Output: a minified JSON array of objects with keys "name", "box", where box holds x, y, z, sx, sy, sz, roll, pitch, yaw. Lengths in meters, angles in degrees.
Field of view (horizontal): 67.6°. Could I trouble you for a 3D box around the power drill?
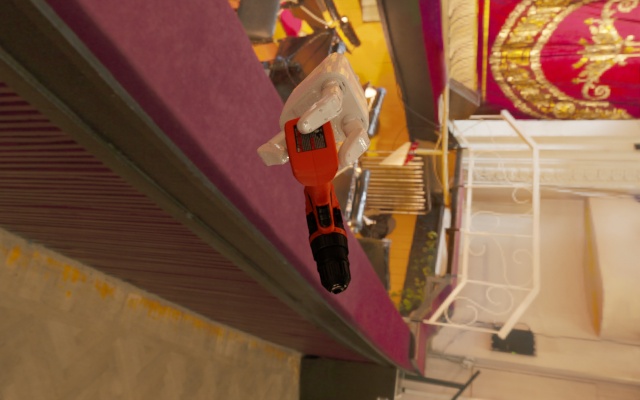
[{"name":"power drill","box":[0.000,0.001,0.604,0.057,0.184,0.188,-11,-40,-2]}]
